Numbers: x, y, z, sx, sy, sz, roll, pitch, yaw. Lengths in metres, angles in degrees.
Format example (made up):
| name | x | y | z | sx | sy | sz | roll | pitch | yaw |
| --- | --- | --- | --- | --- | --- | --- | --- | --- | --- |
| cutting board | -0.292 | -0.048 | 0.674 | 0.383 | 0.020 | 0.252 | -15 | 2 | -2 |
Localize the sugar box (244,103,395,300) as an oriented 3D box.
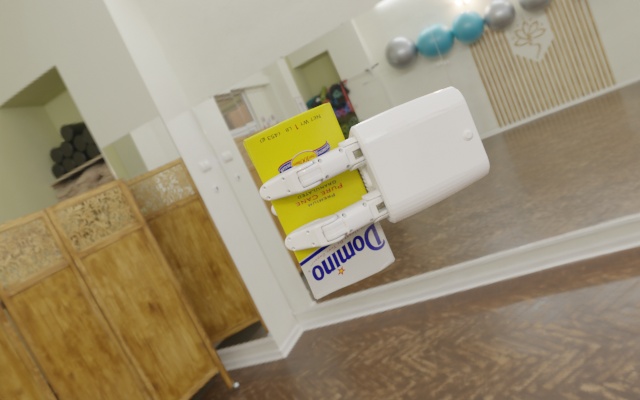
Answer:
| name | x | y | z | sx | sy | sz | roll | pitch | yaw |
| --- | --- | --- | --- | --- | --- | --- | --- | --- | --- |
| sugar box | 0.000 | 0.001 | 0.483 | 0.093 | 0.176 | 0.048 | -25 | 9 | -3 |
